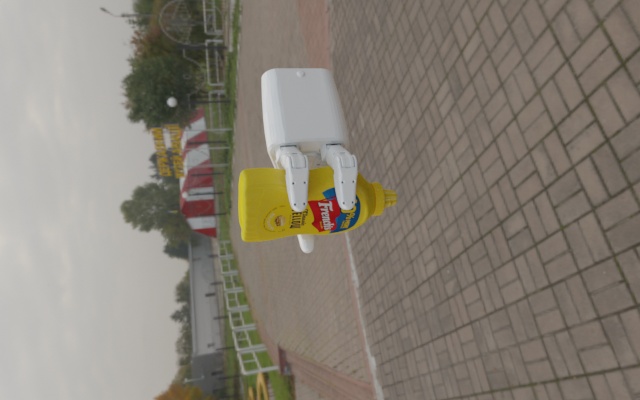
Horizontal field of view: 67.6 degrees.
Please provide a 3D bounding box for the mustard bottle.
[{"bbox_3d":[0.000,0.002,0.573,0.191,0.096,0.058,-4,44,-14],"label":"mustard bottle"}]
